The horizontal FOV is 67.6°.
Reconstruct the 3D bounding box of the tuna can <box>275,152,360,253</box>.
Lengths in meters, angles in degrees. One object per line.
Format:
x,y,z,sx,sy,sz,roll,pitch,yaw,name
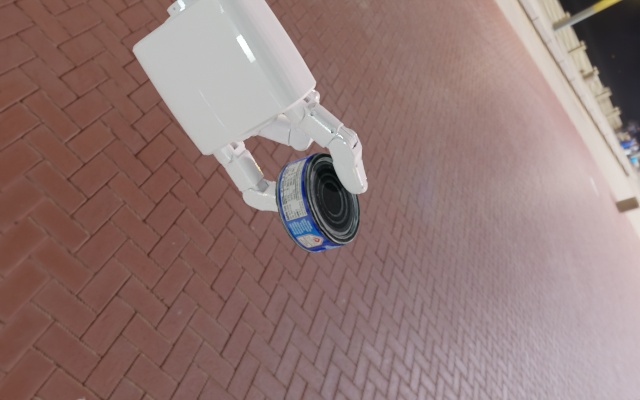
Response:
0.001,0.001,0.424,0.034,0.086,0.086,-17,-9,32,tuna can
